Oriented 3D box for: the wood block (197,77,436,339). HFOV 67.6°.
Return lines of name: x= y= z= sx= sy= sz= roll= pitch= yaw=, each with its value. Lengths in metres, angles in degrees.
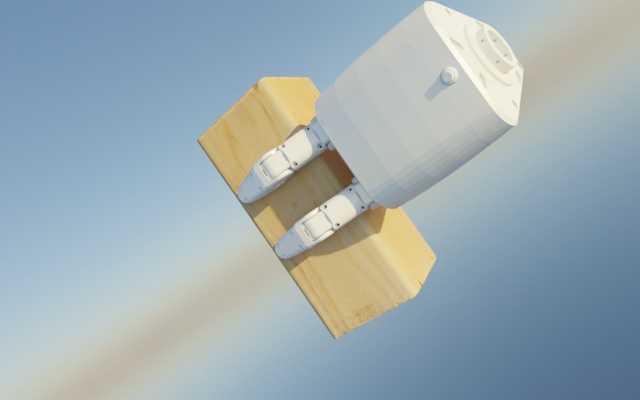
wood block: x=0.000 y=0.001 z=0.425 sx=0.090 sy=0.206 sz=0.091 roll=-36 pitch=-3 yaw=27
